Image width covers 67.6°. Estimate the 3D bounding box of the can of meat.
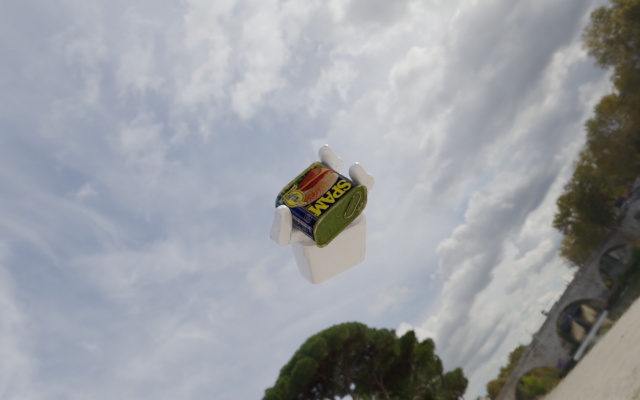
[{"bbox_3d":[0.000,0.002,0.657,0.084,0.057,0.102,33,62,31],"label":"can of meat"}]
